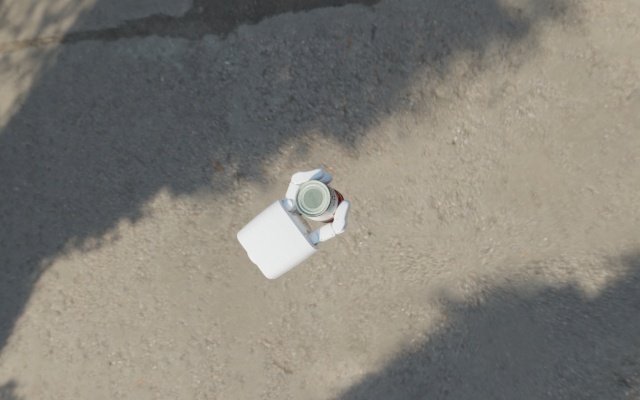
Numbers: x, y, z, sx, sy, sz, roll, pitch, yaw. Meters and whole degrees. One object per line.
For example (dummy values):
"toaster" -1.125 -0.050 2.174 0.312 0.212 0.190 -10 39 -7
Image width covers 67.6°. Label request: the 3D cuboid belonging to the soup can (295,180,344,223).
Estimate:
"soup can" 0.001 0.003 0.868 0.068 0.068 0.102 0 -8 17
